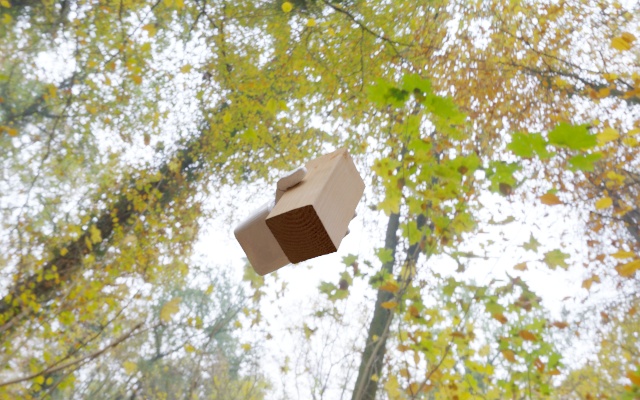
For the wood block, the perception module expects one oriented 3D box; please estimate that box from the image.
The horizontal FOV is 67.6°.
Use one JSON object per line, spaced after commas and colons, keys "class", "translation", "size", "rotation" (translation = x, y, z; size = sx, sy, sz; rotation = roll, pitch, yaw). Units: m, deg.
{"class": "wood block", "translation": [0.000, 0.002, 0.803], "size": [0.090, 0.091, 0.206], "rotation": [-19, 22, 28]}
